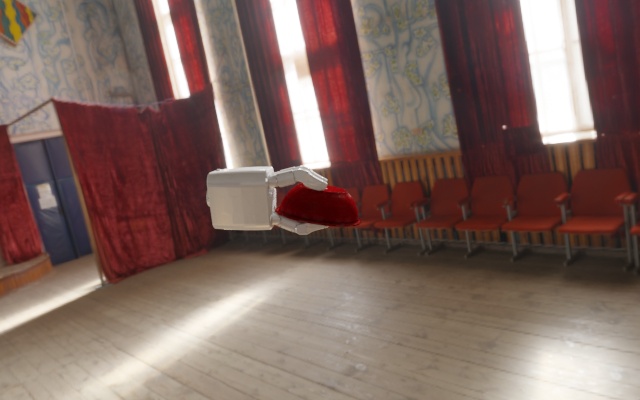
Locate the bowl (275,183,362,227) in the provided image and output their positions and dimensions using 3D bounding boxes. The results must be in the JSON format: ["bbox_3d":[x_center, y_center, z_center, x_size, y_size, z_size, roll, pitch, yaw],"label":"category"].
[{"bbox_3d":[0.001,0.003,0.874,0.162,0.055,0.162,8,9,-1],"label":"bowl"}]
